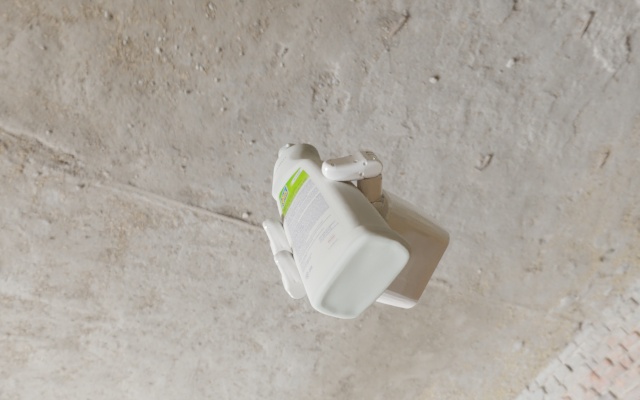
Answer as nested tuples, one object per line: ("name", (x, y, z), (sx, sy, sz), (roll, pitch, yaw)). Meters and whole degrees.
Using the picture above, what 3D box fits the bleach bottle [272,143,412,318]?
("bleach bottle", (0.000, 0.002, 0.513), (0.068, 0.102, 0.250), (23, 23, -32))
